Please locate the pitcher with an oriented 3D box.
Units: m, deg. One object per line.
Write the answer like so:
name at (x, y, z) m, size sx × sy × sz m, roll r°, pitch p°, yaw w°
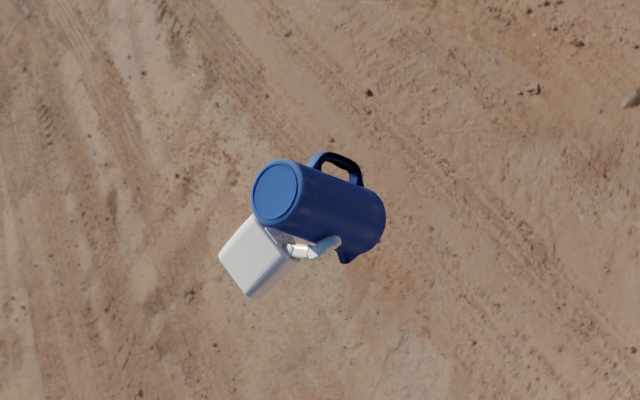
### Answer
pitcher at (0.000, 0.003, 0.814) m, size 0.145 × 0.149 × 0.243 m, roll -45°, pitch -34°, yaw 17°
